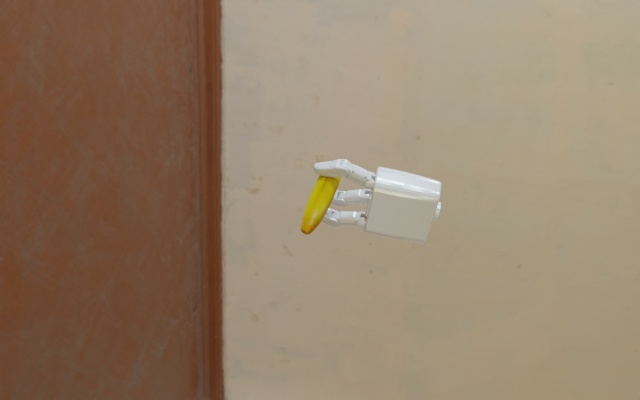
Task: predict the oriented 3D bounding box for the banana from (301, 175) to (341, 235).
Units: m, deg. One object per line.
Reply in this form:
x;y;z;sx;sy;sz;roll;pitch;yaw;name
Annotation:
0.006;-0.014;0.800;0.037;0.070;0.197;21;27;1;banana
